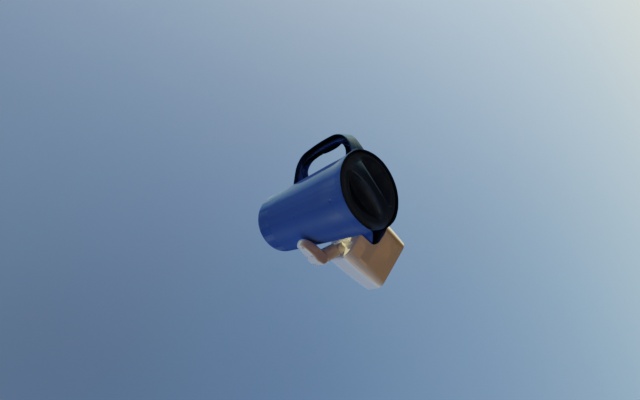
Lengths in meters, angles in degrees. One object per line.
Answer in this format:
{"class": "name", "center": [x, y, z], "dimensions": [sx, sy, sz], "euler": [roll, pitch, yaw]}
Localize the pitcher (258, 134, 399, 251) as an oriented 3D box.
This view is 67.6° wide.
{"class": "pitcher", "center": [0.000, 0.003, 0.820], "dimensions": [0.145, 0.149, 0.243], "euler": [42, -40, -25]}
